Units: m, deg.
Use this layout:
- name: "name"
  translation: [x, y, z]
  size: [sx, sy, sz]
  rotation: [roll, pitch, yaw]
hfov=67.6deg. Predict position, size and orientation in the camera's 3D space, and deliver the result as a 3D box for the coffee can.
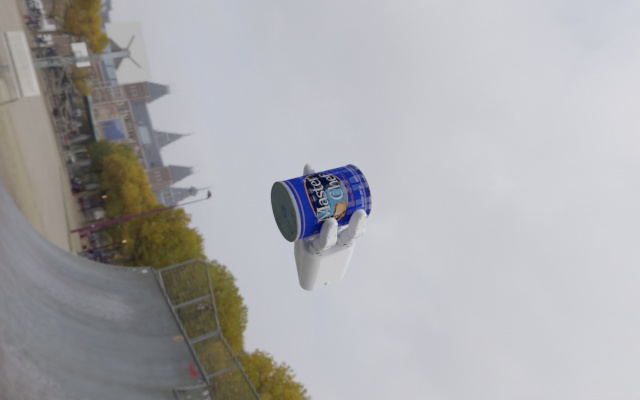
- name: "coffee can"
  translation: [0.000, 0.003, 0.806]
  size: [0.140, 0.103, 0.103]
  rotation: [-15, 6, -25]
